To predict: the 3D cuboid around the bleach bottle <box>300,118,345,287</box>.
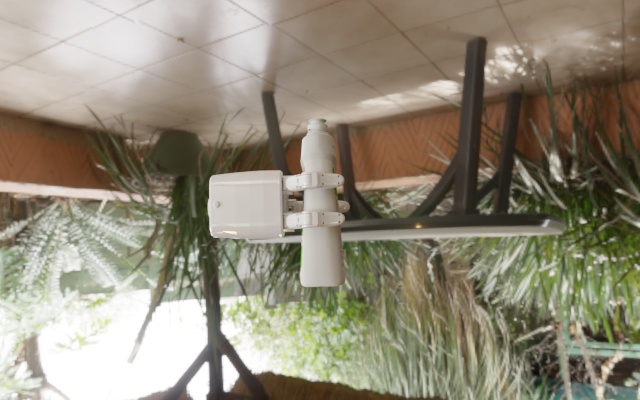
[{"bbox_3d":[0.000,0.002,0.731,0.068,0.251,0.102,-2,-6,1],"label":"bleach bottle"}]
